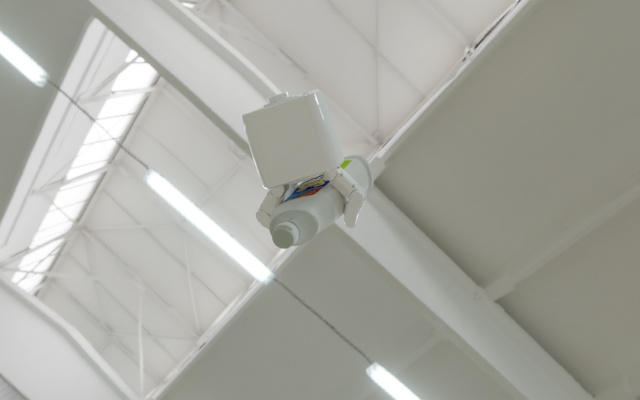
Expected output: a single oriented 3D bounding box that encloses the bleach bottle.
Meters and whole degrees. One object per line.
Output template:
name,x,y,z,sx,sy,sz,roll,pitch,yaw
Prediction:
bleach bottle,0.000,0.002,0.687,0.102,0.068,0.250,-12,16,23
